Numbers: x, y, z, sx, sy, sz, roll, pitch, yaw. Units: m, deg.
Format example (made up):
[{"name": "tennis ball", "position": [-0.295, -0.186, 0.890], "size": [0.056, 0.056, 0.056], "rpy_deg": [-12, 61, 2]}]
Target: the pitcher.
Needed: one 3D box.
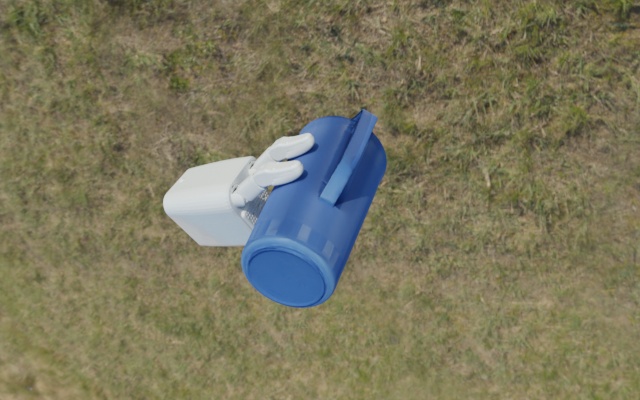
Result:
[{"name": "pitcher", "position": [0.000, 0.002, 0.587], "size": [0.145, 0.149, 0.242], "rpy_deg": [-5, 36, 24]}]
